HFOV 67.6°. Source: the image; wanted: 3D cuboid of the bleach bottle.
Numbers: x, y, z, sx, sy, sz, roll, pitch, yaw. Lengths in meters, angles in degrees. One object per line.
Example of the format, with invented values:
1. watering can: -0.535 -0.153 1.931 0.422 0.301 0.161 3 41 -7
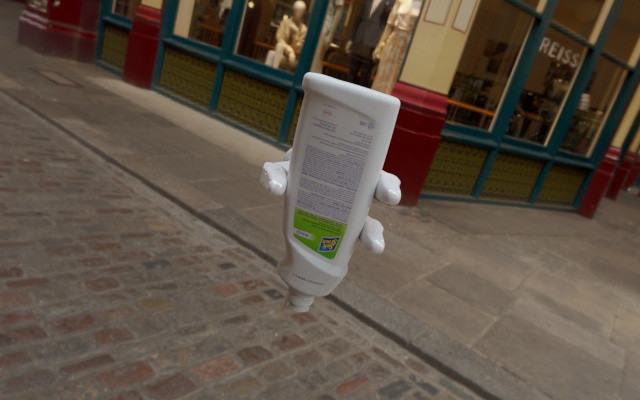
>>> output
1. bleach bottle: 0.000 0.002 0.509 0.102 0.251 0.068 20 17 10
